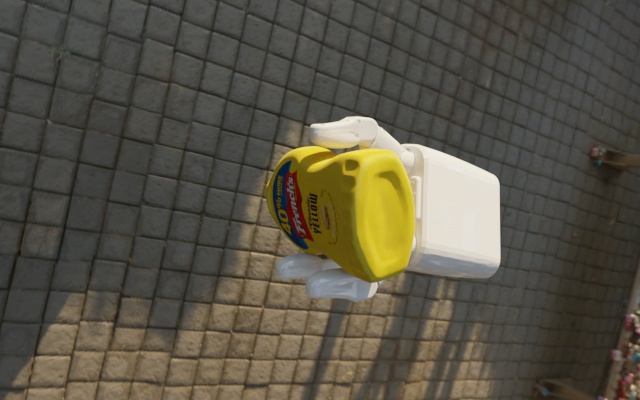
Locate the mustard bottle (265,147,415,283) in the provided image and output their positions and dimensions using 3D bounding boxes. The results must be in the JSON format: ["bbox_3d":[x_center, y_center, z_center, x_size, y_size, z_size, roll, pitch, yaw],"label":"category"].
[{"bbox_3d":[0.000,0.001,0.419,0.058,0.096,0.191,-14,14,-28],"label":"mustard bottle"}]
